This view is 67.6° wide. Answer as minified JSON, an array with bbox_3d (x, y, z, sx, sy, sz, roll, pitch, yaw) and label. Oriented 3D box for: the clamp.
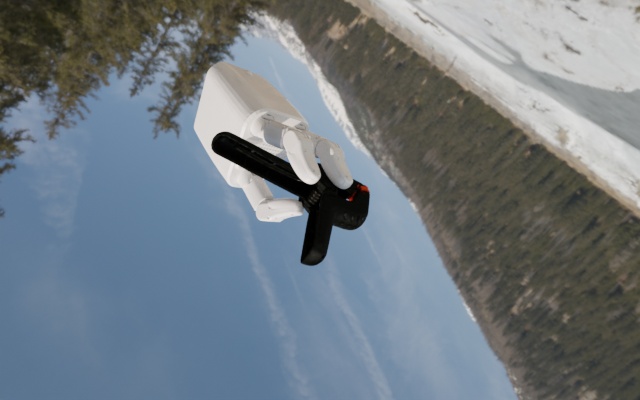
[{"bbox_3d":[0.000,0.002,0.506,0.210,0.164,0.036,8,-51,-52],"label":"clamp"}]
